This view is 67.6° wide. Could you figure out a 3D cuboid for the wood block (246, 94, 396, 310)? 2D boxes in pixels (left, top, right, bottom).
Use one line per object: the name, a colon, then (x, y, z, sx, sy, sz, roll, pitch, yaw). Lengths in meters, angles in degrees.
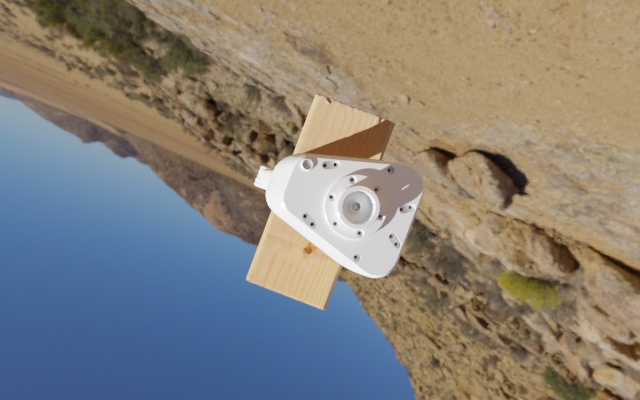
wood block: (0.000, 0.002, 0.532, 0.091, 0.206, 0.090, 21, -2, 0)
